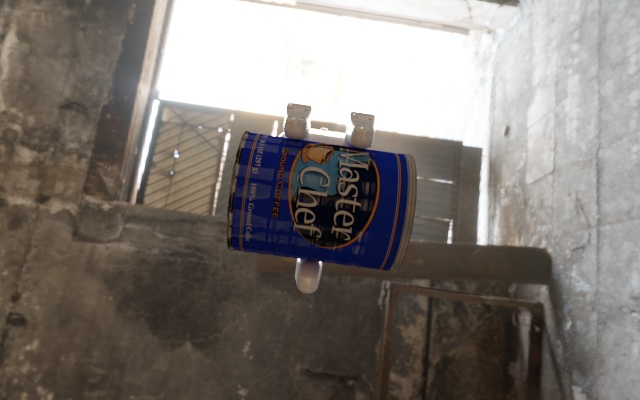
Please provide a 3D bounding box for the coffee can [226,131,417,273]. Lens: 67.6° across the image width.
[{"bbox_3d":[0.000,0.001,0.407,0.140,0.103,0.103,8,0,-2],"label":"coffee can"}]
